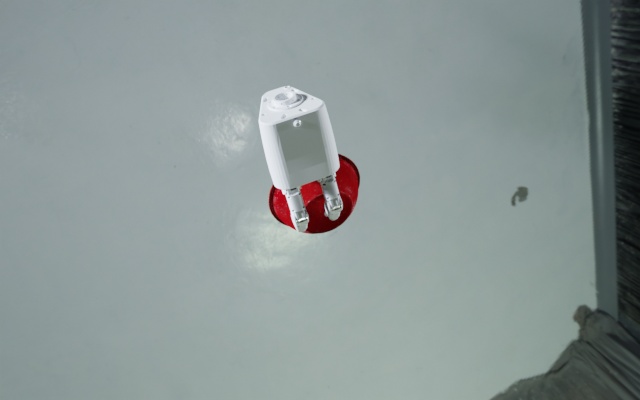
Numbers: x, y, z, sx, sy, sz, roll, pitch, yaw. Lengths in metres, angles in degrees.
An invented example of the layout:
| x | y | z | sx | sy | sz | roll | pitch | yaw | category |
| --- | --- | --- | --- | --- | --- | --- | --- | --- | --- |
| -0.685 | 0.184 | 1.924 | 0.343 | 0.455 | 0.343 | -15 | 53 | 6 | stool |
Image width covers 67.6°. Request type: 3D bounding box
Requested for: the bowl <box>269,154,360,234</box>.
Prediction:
| x | y | z | sx | sy | sz | roll | pitch | yaw | category |
| --- | --- | --- | --- | --- | --- | --- | --- | --- | --- |
| 0.001 | 0.004 | 0.777 | 0.162 | 0.162 | 0.055 | 0 | 40 | -27 | bowl |
